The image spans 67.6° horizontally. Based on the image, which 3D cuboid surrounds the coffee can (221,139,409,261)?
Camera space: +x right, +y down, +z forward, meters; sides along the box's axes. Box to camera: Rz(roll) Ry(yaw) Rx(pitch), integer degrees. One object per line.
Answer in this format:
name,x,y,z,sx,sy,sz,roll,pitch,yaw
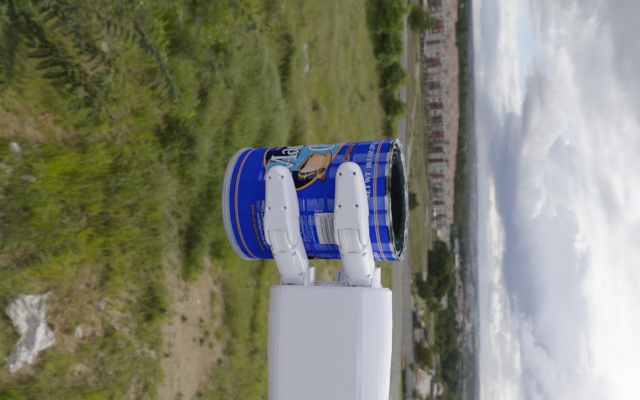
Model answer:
coffee can,0.000,0.001,0.419,0.140,0.103,0.103,-2,-1,18
